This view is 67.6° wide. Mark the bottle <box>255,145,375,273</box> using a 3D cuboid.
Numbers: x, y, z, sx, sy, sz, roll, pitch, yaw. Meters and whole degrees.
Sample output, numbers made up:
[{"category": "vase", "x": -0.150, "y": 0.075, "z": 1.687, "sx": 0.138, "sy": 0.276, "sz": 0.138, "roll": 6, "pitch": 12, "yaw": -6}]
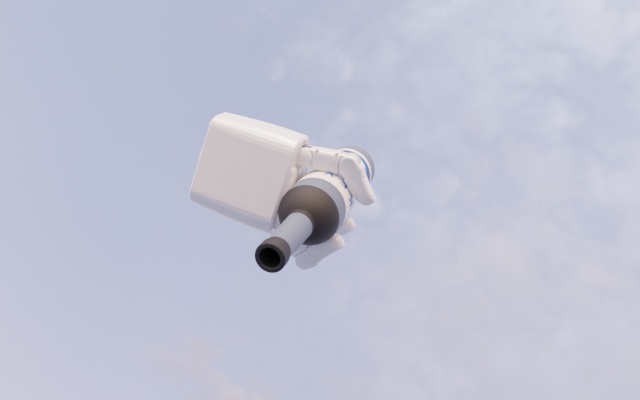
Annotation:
[{"category": "bottle", "x": 0.000, "y": 0.002, "z": 0.525, "sx": 0.069, "sy": 0.069, "sz": 0.295, "roll": 0, "pitch": 18, "yaw": 17}]
